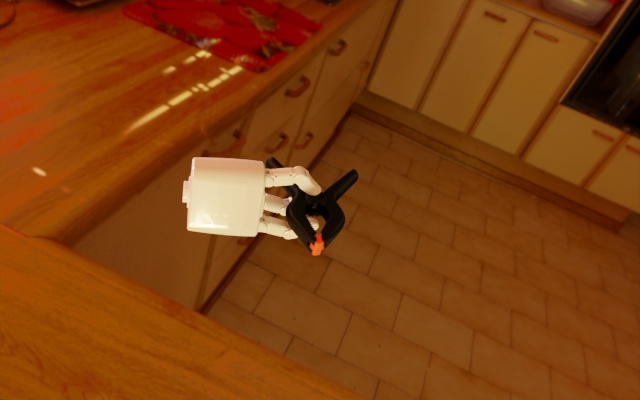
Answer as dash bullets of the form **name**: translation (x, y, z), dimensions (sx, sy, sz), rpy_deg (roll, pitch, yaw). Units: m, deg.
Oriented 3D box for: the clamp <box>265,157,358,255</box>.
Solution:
- **clamp**: translation (0.000, 0.002, 0.776), dimensions (0.164, 0.036, 0.209), rpy_deg (2, 41, -15)
